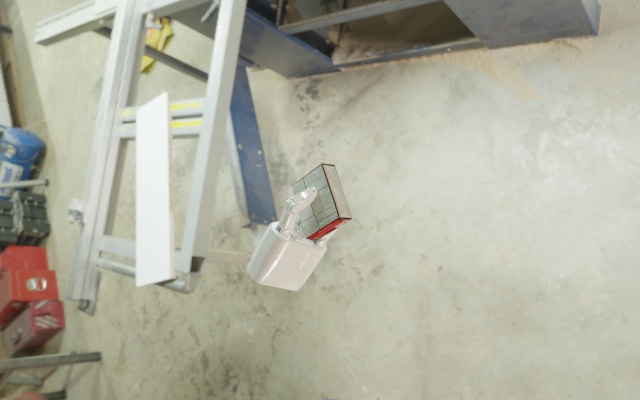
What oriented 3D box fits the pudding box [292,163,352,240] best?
[{"bbox_3d":[0.000,0.003,0.854,0.090,0.113,0.039,-34,-26,35],"label":"pudding box"}]
